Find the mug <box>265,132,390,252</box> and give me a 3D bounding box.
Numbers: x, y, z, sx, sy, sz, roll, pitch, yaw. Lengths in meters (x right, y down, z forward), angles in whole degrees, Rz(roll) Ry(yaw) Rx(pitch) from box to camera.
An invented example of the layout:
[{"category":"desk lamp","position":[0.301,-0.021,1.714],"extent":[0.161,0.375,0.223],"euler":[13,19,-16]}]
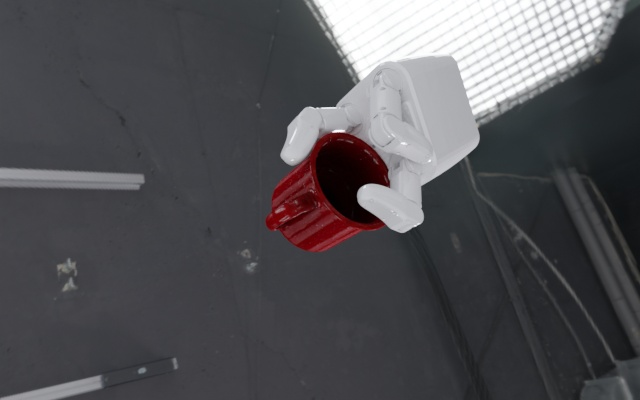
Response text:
[{"category":"mug","position":[-0.001,0.002,0.429],"extent":[0.117,0.093,0.081],"euler":[-26,-6,-43]}]
